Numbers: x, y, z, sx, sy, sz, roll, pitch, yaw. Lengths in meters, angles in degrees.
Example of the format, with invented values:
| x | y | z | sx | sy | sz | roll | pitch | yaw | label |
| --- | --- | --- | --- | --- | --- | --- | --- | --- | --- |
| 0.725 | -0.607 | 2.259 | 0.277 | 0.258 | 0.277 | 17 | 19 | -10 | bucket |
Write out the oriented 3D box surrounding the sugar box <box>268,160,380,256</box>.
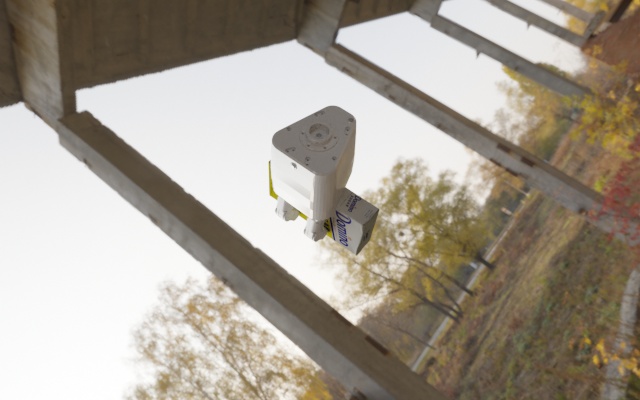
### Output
| x | y | z | sx | sy | sz | roll | pitch | yaw | label |
| --- | --- | --- | --- | --- | --- | --- | --- | --- | --- |
| 0.000 | 0.003 | 0.724 | 0.176 | 0.048 | 0.093 | 36 | -29 | 18 | sugar box |
